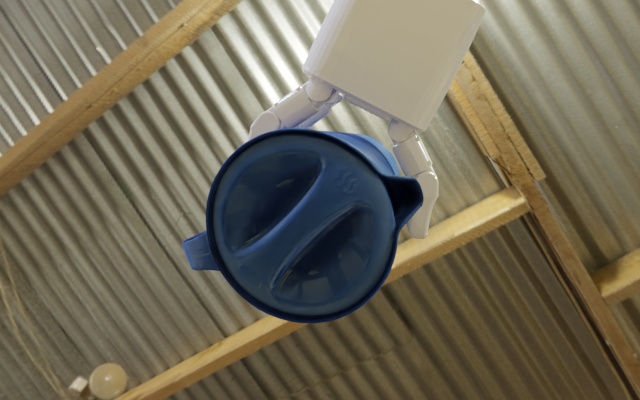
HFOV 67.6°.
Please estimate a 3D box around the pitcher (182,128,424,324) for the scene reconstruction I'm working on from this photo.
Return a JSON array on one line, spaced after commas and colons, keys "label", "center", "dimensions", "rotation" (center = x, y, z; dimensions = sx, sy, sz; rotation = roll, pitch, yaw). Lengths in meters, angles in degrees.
[{"label": "pitcher", "center": [0.000, 0.001, 0.427], "dimensions": [0.149, 0.145, 0.243], "rotation": [27, 15, 7]}]
